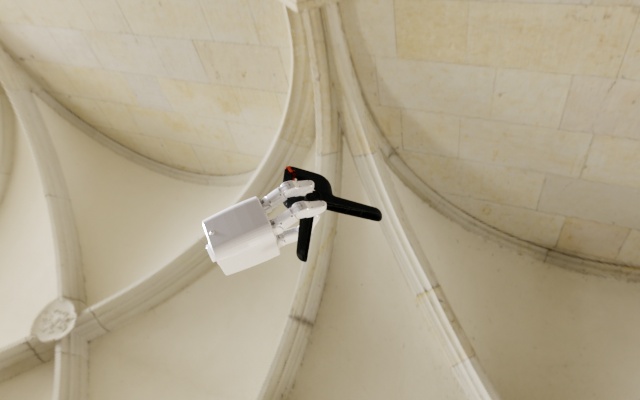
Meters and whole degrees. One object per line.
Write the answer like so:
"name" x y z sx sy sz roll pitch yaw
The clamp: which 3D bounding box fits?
"clamp" 0.000 0.003 0.862 0.164 0.036 0.209 -21 49 -12
